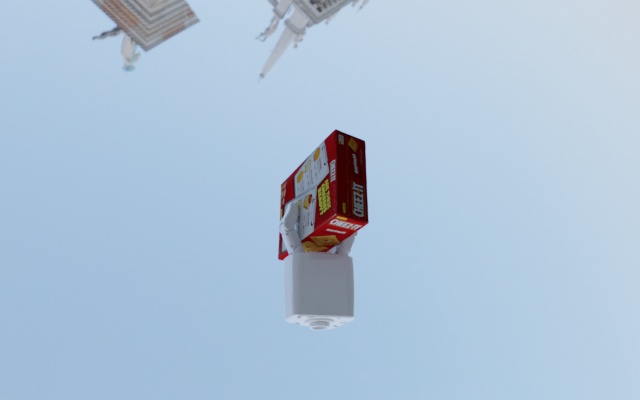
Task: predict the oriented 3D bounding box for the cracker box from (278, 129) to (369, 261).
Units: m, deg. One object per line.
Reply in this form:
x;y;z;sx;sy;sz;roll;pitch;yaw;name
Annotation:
0.000;0.003;0.850;0.072;0.164;0.214;15;-32;-26;cracker box
